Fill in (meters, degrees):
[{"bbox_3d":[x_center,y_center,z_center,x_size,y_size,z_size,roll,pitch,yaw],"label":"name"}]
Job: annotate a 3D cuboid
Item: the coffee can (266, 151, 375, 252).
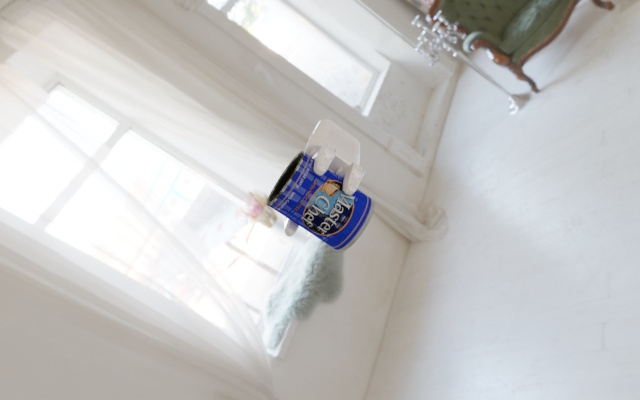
[{"bbox_3d":[0.000,0.003,0.759,0.140,0.103,0.103,34,-9,-13],"label":"coffee can"}]
